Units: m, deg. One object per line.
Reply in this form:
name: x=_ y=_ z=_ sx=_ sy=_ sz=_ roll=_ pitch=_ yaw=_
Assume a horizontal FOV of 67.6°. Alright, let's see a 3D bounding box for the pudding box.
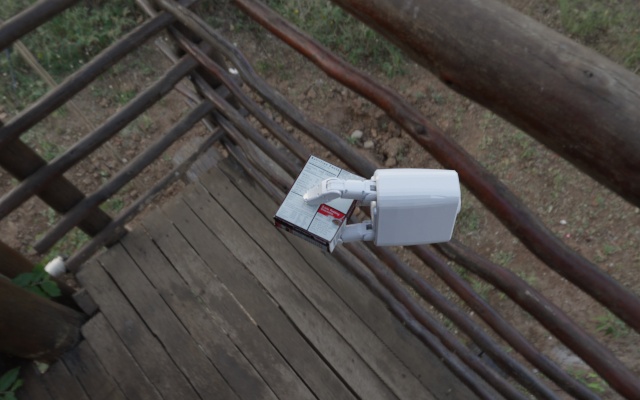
pudding box: x=0.000 y=0.002 z=0.664 sx=0.090 sy=0.113 sz=0.039 roll=25 pitch=-23 yaw=12
